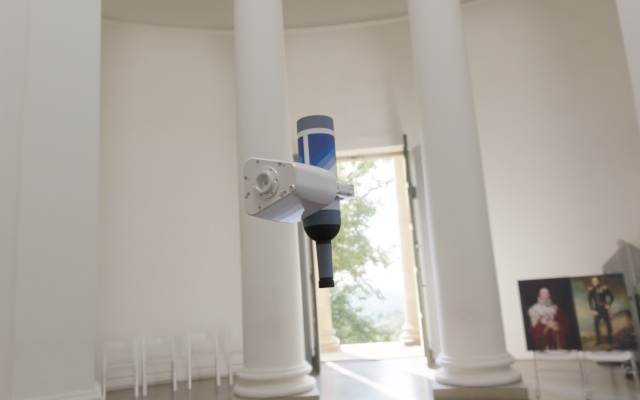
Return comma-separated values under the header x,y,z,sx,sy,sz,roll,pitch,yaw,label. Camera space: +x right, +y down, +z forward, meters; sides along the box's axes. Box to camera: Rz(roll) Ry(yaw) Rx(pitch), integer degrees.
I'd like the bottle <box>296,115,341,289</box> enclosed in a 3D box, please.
x,y,z,sx,sy,sz,roll,pitch,yaw,label
0.000,0.002,0.828,0.069,0.295,0.069,-4,-10,-1,bottle
